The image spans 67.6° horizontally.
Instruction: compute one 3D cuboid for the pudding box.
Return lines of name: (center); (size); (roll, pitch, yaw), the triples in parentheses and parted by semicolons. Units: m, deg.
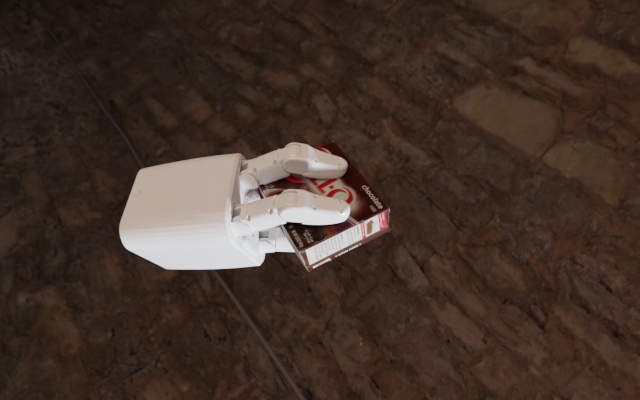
pudding box: (0.000, 0.002, 0.456); (0.090, 0.113, 0.039); (-26, -39, -11)
